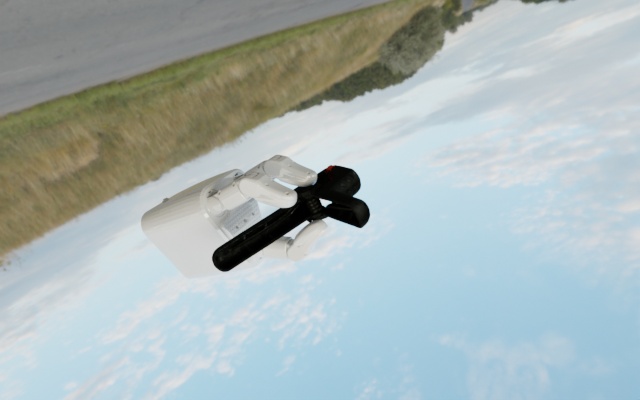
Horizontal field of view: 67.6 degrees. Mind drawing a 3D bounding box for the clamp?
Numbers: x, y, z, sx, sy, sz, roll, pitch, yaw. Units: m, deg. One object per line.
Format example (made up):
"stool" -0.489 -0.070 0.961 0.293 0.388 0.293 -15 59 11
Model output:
"clamp" 0.000 0.002 0.508 0.164 0.036 0.210 -17 15 29
